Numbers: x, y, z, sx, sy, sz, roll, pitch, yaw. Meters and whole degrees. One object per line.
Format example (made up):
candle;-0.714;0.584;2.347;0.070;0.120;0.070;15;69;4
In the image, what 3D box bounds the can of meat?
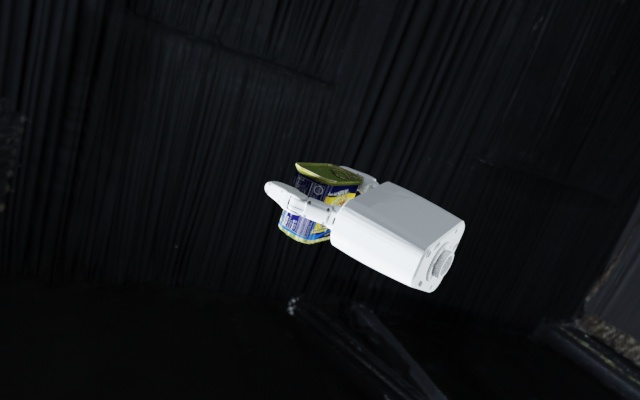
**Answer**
can of meat;0.000;0.002;0.595;0.057;0.084;0.102;27;16;27
